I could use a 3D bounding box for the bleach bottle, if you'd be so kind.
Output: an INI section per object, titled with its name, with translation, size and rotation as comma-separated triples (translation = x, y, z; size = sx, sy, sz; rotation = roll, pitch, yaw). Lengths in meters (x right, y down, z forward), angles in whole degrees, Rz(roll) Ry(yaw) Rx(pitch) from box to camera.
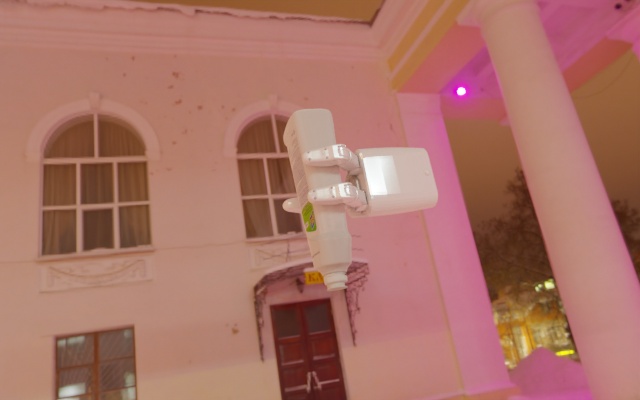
[bleach bottle]
translation = 0.000, 0.002, 0.676
size = 0.068, 0.250, 0.103
rotation = -5, -19, -14
